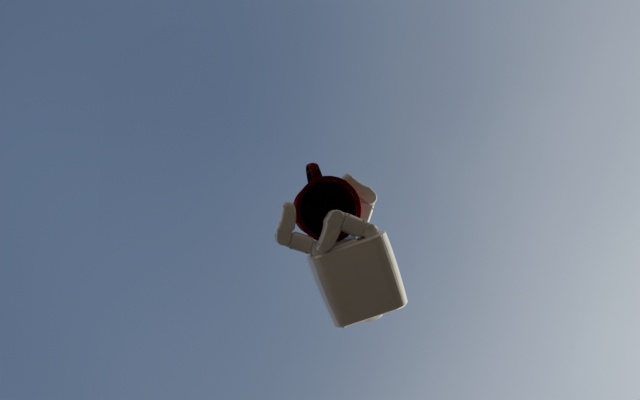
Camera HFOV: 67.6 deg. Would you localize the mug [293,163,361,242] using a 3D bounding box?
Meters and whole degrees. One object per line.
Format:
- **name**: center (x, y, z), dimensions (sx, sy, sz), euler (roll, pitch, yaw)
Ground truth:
- **mug**: center (0.000, 0.001, 0.698), dimensions (0.093, 0.117, 0.081), euler (-19, 2, -12)
